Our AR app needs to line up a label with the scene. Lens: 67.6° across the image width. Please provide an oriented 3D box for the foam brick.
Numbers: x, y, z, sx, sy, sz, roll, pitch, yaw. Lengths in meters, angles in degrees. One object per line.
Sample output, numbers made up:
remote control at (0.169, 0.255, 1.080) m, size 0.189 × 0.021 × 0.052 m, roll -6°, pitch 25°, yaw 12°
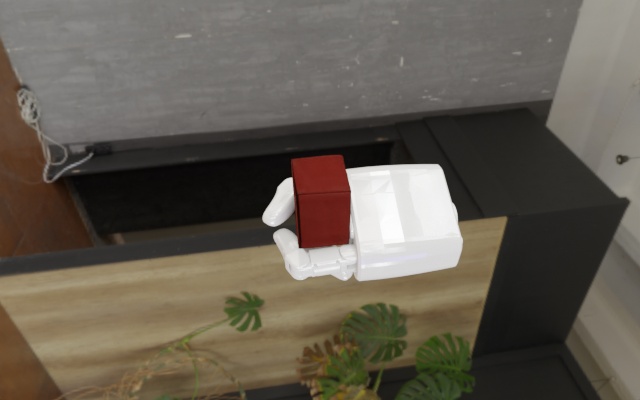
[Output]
foam brick at (0.000, 0.001, 0.465) m, size 0.051 × 0.053 × 0.078 m, roll -5°, pitch -44°, yaw -4°
